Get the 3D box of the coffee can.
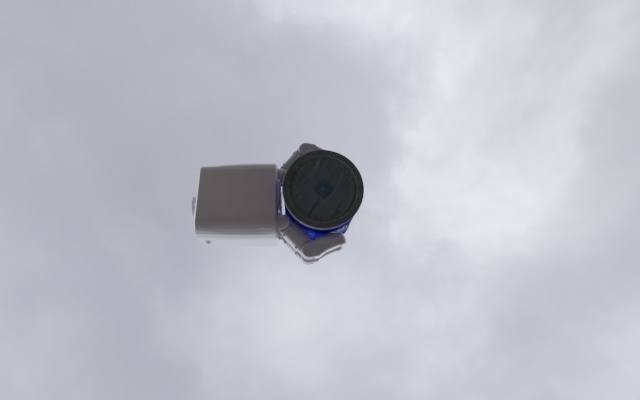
[{"bbox_3d":[0.000,0.002,0.661,0.103,0.102,0.140,0,-14,-3],"label":"coffee can"}]
